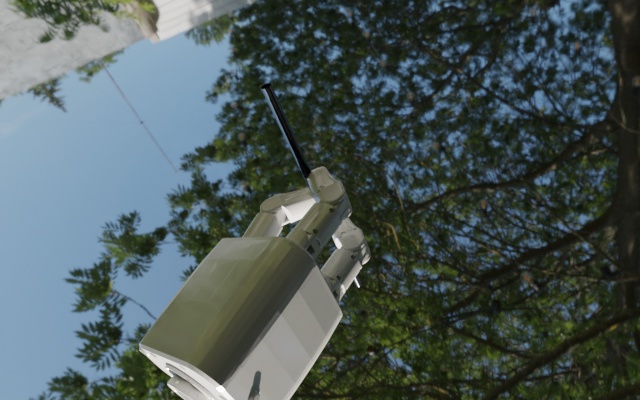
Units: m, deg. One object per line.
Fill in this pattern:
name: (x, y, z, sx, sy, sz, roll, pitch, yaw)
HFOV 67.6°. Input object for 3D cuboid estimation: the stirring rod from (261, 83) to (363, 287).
stirring rod: (0.000, 0.001, 0.427, 0.011, 0.240, 0.011, -15, 39, 13)
